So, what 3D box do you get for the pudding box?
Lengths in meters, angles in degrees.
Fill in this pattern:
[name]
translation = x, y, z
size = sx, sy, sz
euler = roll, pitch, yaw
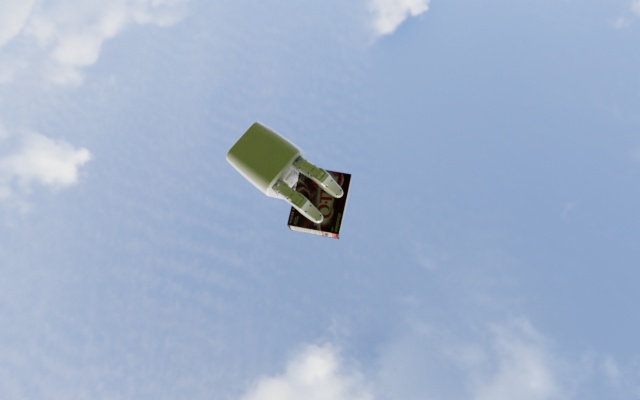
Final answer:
[pudding box]
translation = 0.000, 0.003, 0.817
size = 0.090, 0.113, 0.039
euler = 9, -16, 9
